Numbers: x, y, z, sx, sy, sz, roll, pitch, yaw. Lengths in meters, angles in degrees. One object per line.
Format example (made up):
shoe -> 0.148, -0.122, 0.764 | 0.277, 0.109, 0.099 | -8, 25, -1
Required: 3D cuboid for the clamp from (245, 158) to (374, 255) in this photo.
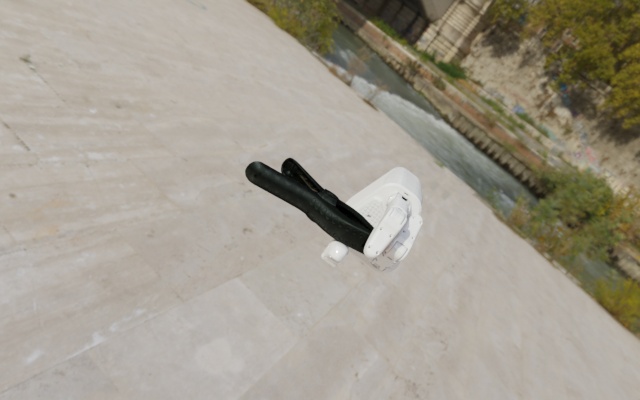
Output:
clamp -> 0.001, 0.001, 0.559 | 0.171, 0.039, 0.120 | 37, 22, 0
